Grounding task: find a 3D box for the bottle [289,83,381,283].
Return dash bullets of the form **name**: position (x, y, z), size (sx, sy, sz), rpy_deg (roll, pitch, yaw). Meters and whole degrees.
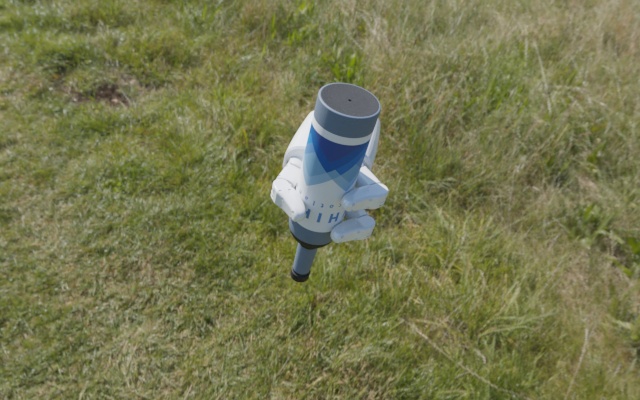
- **bottle**: position (0.000, 0.002, 0.587), size (0.069, 0.296, 0.069), rpy_deg (9, 42, -8)
